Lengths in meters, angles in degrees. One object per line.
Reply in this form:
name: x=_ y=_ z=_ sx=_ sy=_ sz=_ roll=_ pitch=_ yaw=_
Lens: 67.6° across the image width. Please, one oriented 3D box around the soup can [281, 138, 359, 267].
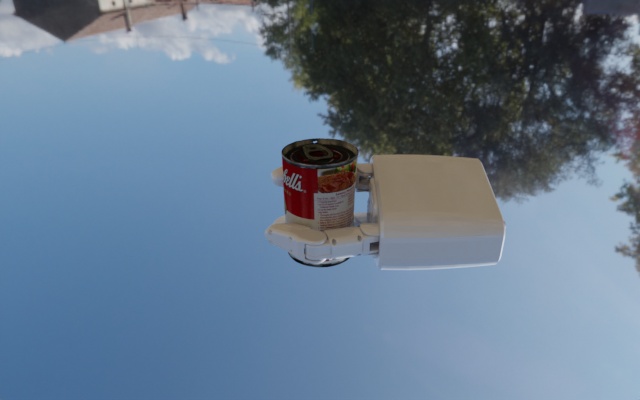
soup can: x=0.000 y=0.002 z=0.441 sx=0.068 sy=0.102 sz=0.068 roll=0 pitch=27 yaw=0
